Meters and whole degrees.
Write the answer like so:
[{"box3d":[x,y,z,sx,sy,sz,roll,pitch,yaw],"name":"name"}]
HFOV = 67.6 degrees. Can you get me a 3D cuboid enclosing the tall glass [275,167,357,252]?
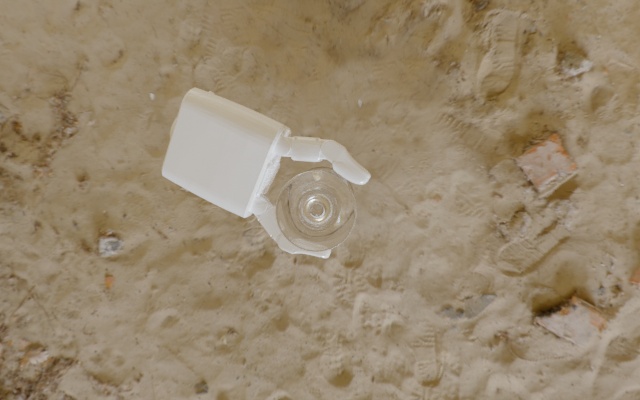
[{"box3d":[0.000,0.002,0.530,0.079,0.079,0.201,0,5,3],"name":"tall glass"}]
